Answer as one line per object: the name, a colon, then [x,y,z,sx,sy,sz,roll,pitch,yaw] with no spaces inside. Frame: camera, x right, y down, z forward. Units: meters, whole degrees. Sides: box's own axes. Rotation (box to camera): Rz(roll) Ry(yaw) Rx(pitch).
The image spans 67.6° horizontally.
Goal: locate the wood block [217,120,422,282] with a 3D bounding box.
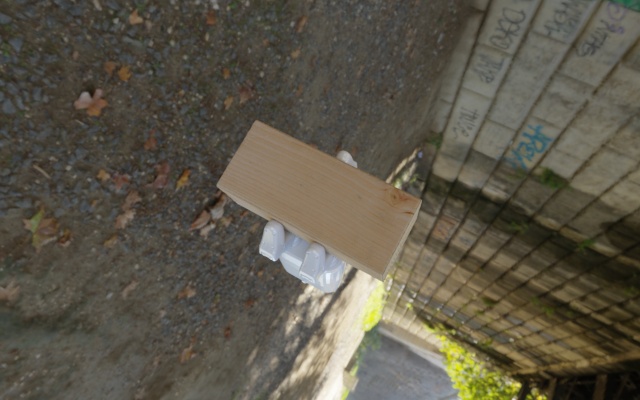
wood block: [0.000,0.002,0.549,0.206,0.091,0.090,27,-10,14]
